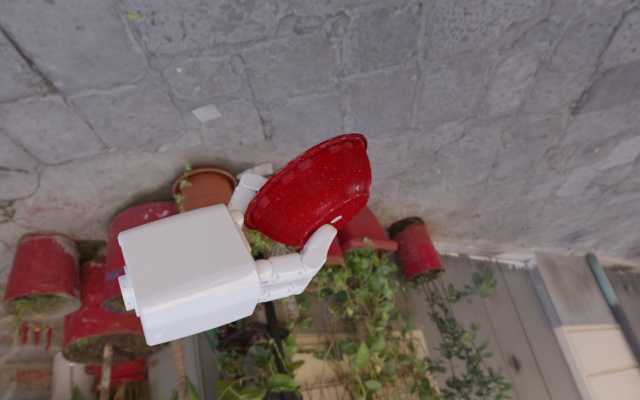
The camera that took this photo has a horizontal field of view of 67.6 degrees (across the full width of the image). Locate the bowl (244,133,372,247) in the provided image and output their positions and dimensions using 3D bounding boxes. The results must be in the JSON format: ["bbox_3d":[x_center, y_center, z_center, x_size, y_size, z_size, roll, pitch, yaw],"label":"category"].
[{"bbox_3d":[0.001,0.001,0.515,0.162,0.055,0.162,-33,-17,-11],"label":"bowl"}]
